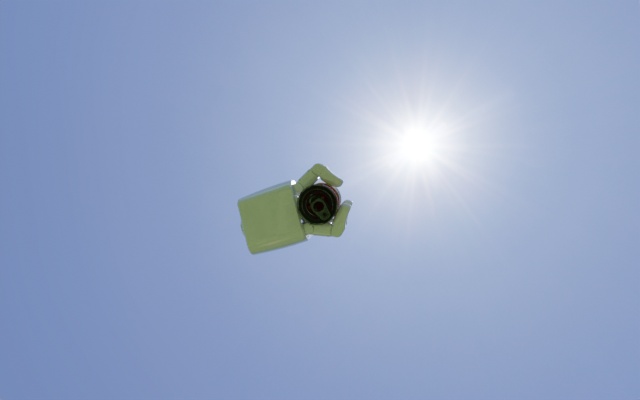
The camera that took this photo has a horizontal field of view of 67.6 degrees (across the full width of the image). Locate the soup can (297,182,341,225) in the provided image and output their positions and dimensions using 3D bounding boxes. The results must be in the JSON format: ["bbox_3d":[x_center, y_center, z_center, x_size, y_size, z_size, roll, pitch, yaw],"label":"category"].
[{"bbox_3d":[0.001,0.002,0.836,0.068,0.068,0.102,0,5,7],"label":"soup can"}]
